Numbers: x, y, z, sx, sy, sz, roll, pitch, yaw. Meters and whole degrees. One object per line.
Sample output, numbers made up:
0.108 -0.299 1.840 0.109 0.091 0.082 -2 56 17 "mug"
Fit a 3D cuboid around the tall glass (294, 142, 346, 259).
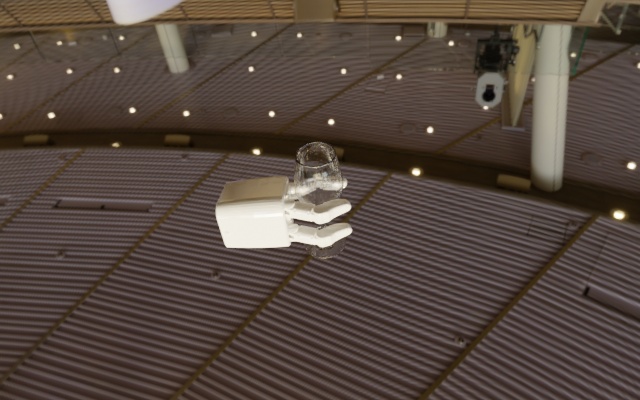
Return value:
0.000 0.003 0.779 0.079 0.201 0.079 -3 44 3 "tall glass"
